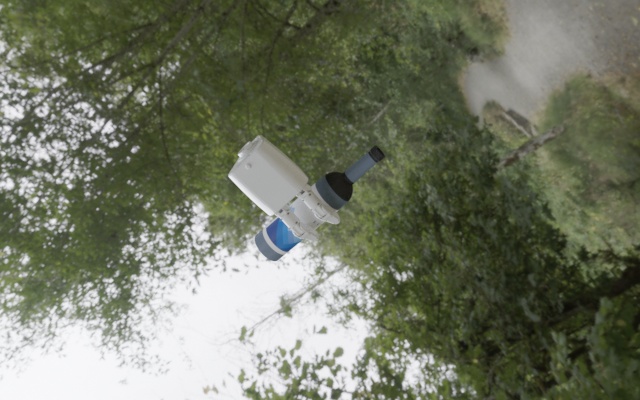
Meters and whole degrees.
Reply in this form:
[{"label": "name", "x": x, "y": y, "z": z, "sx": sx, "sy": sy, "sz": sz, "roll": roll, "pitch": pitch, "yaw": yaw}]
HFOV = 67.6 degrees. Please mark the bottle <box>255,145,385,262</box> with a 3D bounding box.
[{"label": "bottle", "x": 0.000, "y": 0.003, "z": 0.893, "sx": 0.296, "sy": 0.069, "sz": 0.069, "roll": -41, "pitch": -16, "yaw": 19}]
